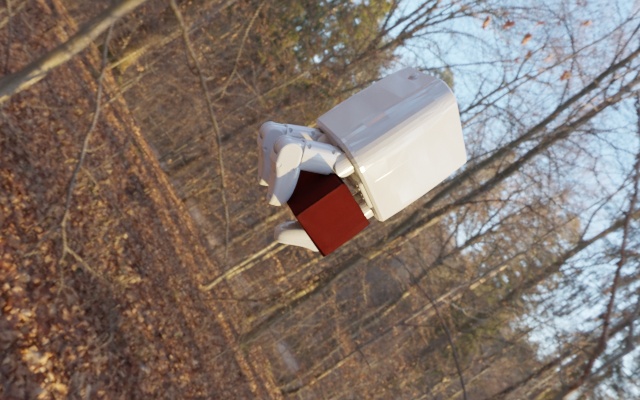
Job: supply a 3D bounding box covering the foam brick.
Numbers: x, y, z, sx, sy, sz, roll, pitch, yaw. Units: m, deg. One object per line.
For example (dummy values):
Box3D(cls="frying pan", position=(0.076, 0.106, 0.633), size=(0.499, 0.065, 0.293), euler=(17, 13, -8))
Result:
Box3D(cls="foam brick", position=(0.000, 0.002, 0.434), size=(0.051, 0.053, 0.078), euler=(-34, 32, -1))
